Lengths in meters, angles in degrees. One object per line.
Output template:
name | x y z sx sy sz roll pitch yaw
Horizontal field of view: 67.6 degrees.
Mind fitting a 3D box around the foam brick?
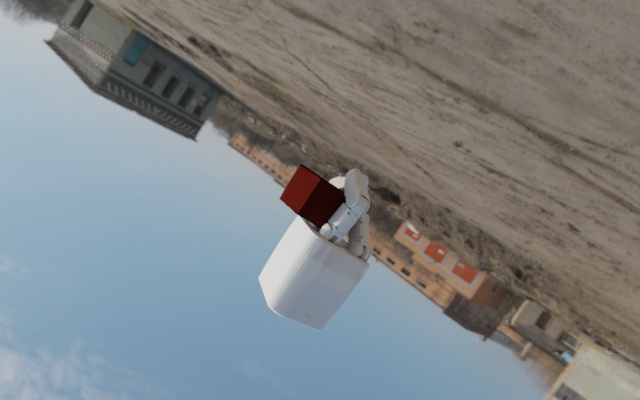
foam brick | 0.000 0.002 0.581 0.078 0.051 0.053 32 4 -37
